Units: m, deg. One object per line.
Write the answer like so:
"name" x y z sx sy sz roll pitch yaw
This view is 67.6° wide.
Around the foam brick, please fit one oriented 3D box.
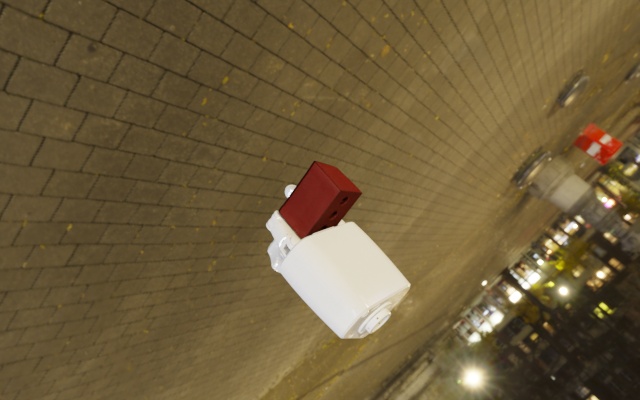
"foam brick" 0.000 0.002 0.561 0.051 0.078 0.053 46 21 27
